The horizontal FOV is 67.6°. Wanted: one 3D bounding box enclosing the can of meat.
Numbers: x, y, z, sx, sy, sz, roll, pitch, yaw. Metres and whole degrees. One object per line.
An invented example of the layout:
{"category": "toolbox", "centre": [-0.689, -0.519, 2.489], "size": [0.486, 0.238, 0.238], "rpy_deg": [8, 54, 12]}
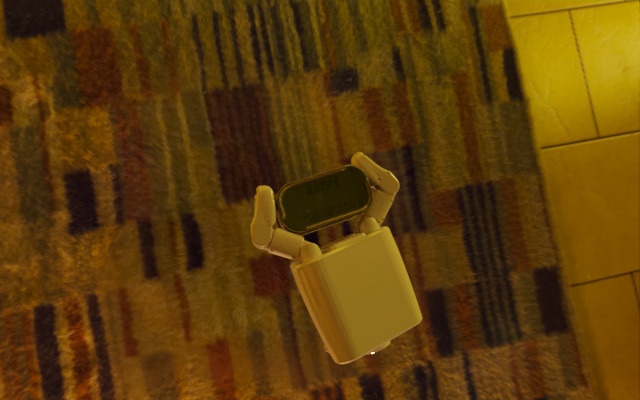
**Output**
{"category": "can of meat", "centre": [0.000, 0.002, 0.512], "size": [0.102, 0.057, 0.084], "rpy_deg": [-18, -3, -8]}
